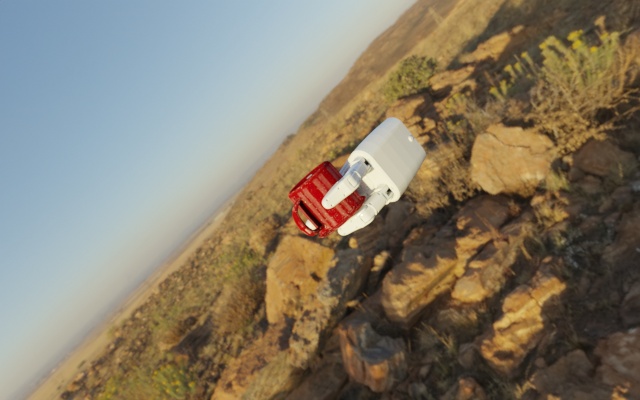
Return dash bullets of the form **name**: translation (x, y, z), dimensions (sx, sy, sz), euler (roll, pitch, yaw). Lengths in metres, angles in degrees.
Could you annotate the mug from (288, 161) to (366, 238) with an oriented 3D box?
- **mug**: translation (-0.001, 0.003, 0.707), dimensions (0.117, 0.081, 0.093), euler (-48, 10, -36)
